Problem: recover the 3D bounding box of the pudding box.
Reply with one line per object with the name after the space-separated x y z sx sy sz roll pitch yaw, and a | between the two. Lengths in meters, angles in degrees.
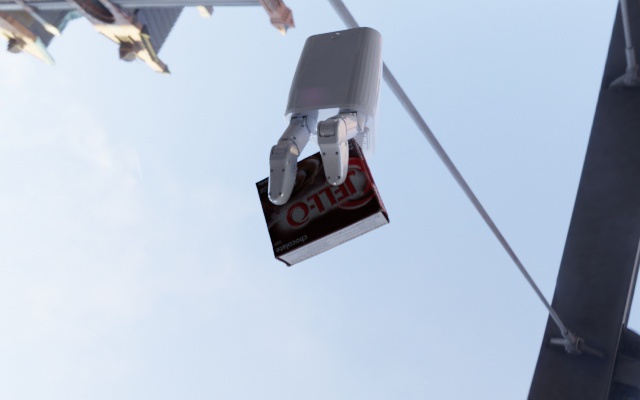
0.000 0.002 0.468 0.113 0.090 0.039 -27 -33 12 | pudding box
